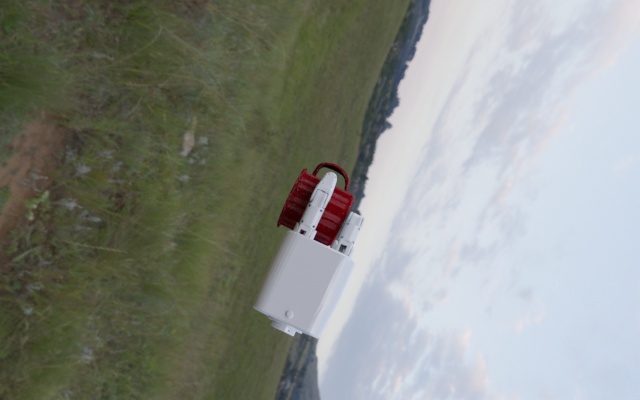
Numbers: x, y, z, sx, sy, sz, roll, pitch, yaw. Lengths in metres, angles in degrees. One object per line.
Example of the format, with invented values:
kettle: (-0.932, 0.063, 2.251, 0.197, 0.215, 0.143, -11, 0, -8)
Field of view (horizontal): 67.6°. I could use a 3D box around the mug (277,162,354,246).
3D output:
mug: (0.001, 0.001, 0.677, 0.081, 0.117, 0.093, 26, -14, 1)
